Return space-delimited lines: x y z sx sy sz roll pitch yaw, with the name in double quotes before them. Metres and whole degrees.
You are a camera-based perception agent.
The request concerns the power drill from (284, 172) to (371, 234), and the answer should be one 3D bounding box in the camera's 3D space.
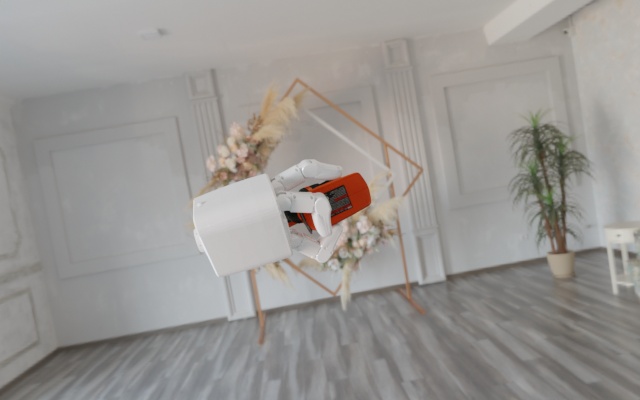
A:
"power drill" 0.000 0.002 0.742 0.184 0.057 0.187 -27 5 -24
